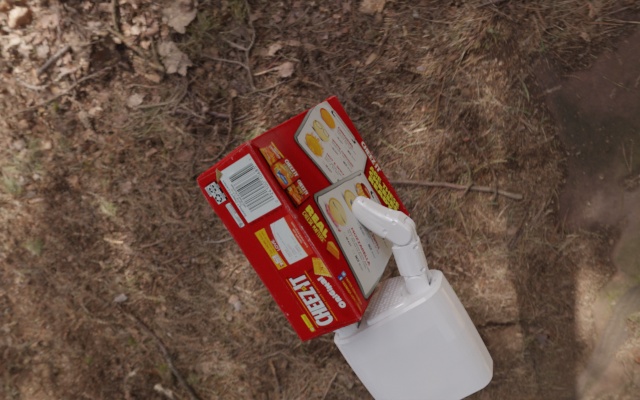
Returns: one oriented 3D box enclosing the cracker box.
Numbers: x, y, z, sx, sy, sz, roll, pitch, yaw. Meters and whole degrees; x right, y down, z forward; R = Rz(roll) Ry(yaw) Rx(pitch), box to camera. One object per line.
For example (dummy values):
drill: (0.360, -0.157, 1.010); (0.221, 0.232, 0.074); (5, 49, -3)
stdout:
cracker box: (0.000, 0.001, 0.461); (0.072, 0.164, 0.213); (-28, 9, 27)
